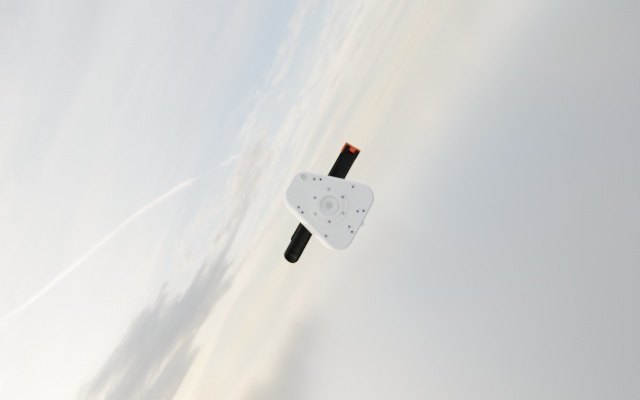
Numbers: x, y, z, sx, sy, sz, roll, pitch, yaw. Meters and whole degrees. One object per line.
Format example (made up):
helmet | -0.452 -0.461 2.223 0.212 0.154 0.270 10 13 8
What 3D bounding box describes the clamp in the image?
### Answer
clamp | 0.000 0.002 0.791 0.036 0.210 0.164 30 -3 -3
